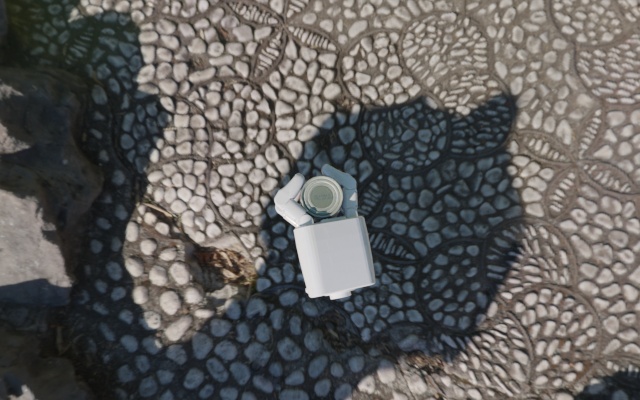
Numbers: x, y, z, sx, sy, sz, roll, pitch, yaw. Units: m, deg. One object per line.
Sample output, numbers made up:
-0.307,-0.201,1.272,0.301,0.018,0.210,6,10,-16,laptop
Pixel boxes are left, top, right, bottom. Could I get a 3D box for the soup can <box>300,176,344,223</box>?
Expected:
0.000,0.002,0.764,0.068,0.068,0.102,0,-9,-2,soup can
